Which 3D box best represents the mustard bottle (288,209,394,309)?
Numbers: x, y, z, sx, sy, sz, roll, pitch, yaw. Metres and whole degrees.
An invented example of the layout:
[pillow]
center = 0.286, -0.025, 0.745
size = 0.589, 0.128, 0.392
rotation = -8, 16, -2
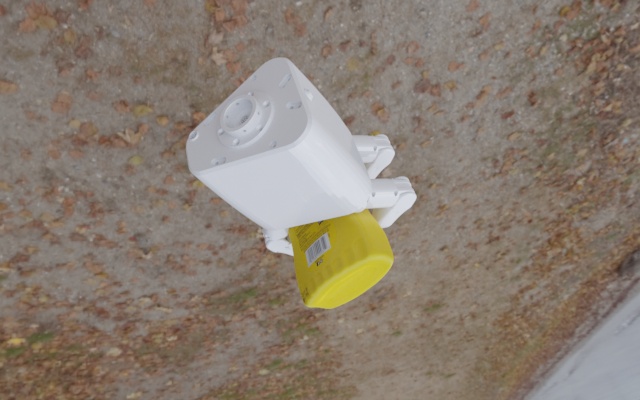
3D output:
[mustard bottle]
center = 0.000, 0.002, 0.473
size = 0.058, 0.191, 0.096
rotation = 14, -46, -39
